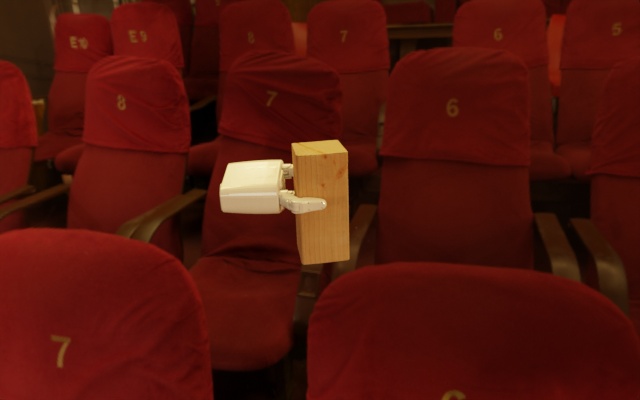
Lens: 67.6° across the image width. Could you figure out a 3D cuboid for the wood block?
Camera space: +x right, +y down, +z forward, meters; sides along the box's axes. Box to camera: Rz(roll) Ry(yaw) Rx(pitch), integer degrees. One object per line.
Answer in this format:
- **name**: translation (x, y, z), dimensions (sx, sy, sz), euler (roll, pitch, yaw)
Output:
- **wood block**: translation (0.000, 0.003, 0.876), dimensions (0.090, 0.206, 0.090), euler (-5, 21, -7)
